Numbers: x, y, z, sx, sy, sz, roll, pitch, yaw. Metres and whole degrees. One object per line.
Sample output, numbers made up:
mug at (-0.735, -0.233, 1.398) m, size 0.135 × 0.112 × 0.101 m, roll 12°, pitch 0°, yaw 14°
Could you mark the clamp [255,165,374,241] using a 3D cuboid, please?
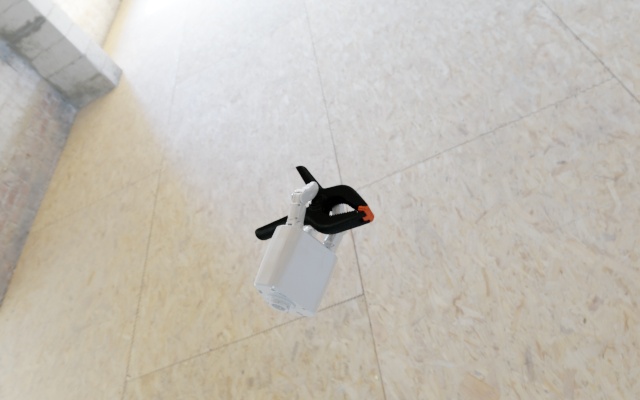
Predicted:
clamp at (0.000, 0.002, 0.812) m, size 0.210 × 0.164 × 0.036 m, roll 1°, pitch -37°, yaw 34°
